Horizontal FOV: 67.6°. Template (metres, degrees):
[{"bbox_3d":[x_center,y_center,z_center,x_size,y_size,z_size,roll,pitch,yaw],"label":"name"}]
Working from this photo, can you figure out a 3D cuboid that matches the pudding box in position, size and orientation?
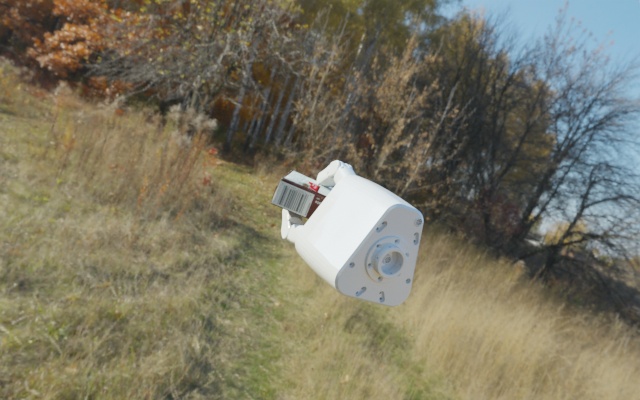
[{"bbox_3d":[0.000,0.002,0.615,0.113,0.039,0.090,24,10,0],"label":"pudding box"}]
